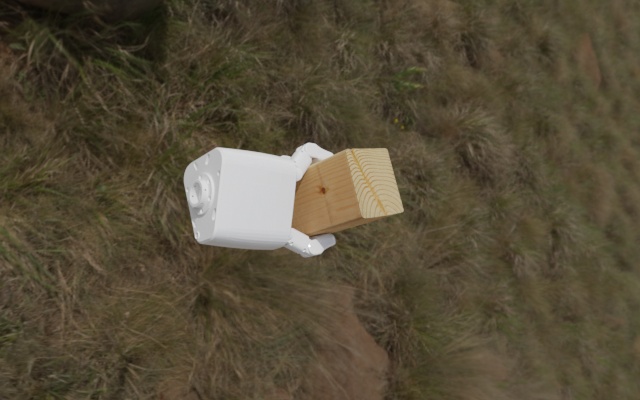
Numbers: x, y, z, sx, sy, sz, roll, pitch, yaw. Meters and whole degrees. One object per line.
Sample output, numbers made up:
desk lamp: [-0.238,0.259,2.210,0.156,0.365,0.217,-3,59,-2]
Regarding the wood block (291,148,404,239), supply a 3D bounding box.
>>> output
wood block: [0.000,0.003,0.676,0.090,0.091,0.206,-7,-9,-46]
